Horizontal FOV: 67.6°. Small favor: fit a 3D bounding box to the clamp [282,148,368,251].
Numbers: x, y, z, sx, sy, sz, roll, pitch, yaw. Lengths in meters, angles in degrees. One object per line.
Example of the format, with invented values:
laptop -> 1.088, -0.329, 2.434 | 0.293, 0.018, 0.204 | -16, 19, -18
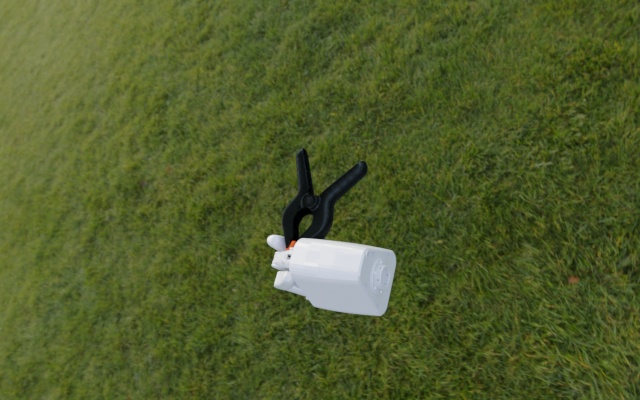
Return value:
clamp -> 0.000, 0.002, 0.706 | 0.120, 0.171, 0.039 | 4, -18, 31
